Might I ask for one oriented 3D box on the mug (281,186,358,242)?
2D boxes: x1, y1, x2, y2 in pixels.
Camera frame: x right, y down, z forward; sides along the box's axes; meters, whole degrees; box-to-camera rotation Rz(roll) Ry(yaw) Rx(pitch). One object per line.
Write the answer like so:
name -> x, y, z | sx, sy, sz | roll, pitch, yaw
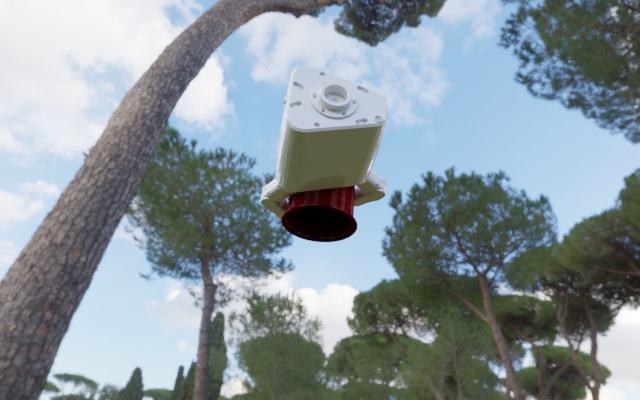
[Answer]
mug -> 0.000, 0.003, 0.612 | 0.093, 0.081, 0.117 | 9, -32, -5
